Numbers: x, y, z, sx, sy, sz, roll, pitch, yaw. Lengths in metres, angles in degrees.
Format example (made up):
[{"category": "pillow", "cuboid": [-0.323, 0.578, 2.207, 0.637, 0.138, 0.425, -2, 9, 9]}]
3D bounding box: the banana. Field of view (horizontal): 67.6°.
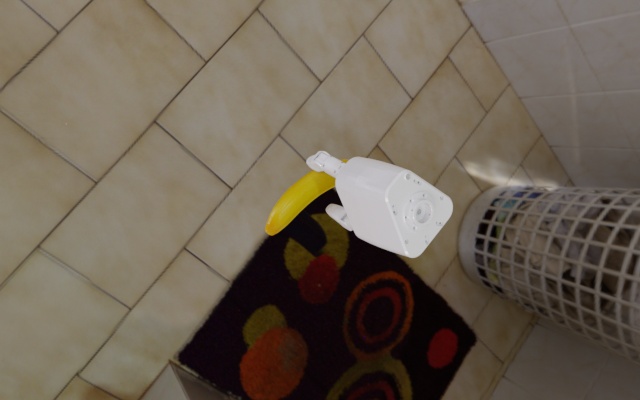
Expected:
[{"category": "banana", "cuboid": [-0.001, -0.016, 0.714, 0.198, 0.070, 0.037, -26, 27, -25]}]
